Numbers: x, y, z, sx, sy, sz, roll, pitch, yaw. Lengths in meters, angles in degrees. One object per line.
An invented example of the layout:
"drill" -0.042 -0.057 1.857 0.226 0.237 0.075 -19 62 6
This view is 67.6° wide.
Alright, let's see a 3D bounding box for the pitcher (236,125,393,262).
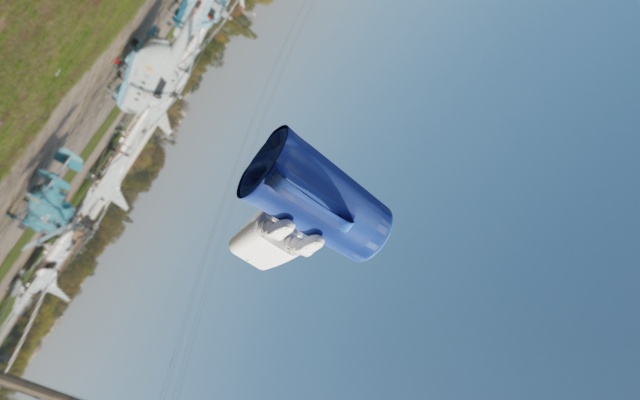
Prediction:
"pitcher" 0.000 0.003 0.760 0.243 0.149 0.145 34 -39 -22
